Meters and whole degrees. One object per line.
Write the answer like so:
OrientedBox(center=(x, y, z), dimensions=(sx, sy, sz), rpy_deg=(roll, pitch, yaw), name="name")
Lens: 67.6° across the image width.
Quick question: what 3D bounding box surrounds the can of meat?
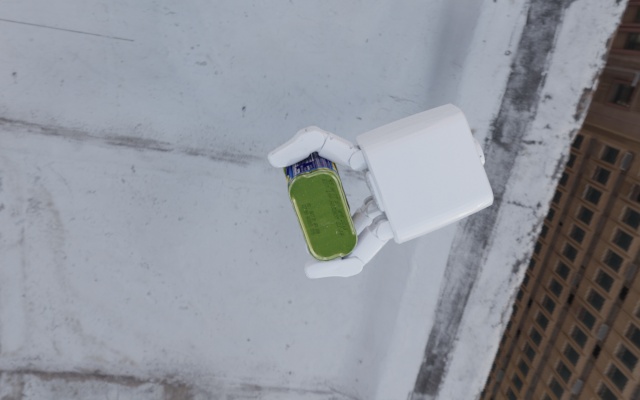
OrientedBox(center=(0.000, 0.002, 0.498), dimensions=(0.057, 0.102, 0.084), rpy_deg=(-19, 22, 1), name="can of meat")
